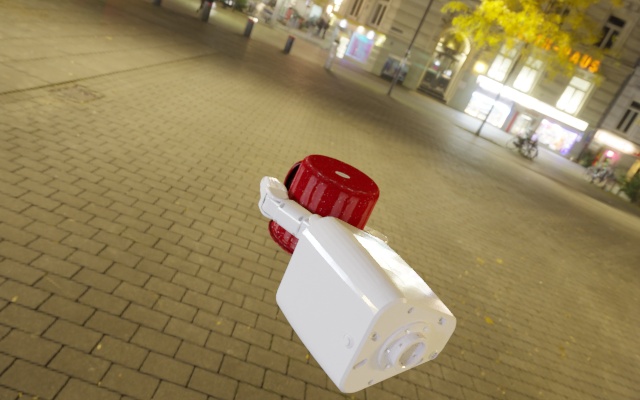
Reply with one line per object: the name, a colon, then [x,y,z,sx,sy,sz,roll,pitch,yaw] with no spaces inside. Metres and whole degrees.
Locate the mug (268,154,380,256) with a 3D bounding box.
mug: [-0.001,0.001,0.477,0.093,0.081,0.117,7,27,-39]
